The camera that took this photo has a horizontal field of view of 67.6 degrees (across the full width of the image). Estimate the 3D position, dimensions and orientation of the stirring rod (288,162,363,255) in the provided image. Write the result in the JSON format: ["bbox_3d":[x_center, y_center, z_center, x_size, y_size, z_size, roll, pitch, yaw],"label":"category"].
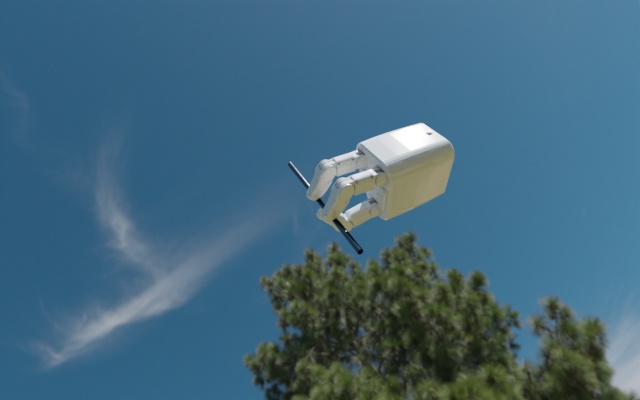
[{"bbox_3d":[0.000,0.002,0.672,0.011,0.011,0.239,0,30,-28],"label":"stirring rod"}]
